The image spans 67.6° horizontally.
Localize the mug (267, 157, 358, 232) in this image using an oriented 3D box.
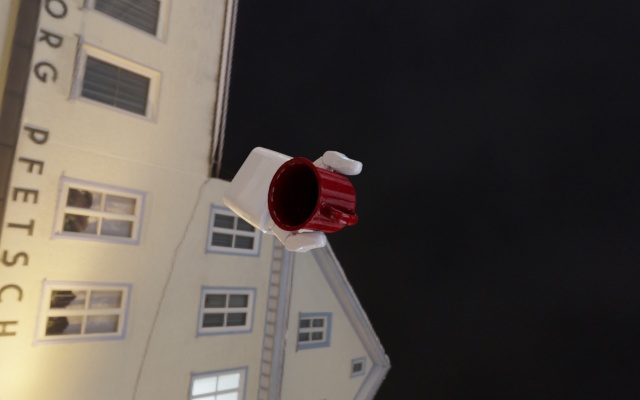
[{"bbox_3d":[0.001,0.002,0.611,0.117,0.093,0.081,27,9,41],"label":"mug"}]
